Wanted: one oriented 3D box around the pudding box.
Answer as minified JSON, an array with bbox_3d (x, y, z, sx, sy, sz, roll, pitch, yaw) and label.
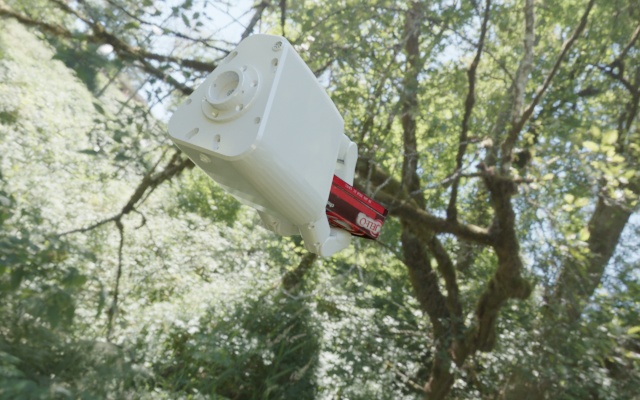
[{"bbox_3d":[0.000,0.001,0.486,0.090,0.039,0.113,33,-12,-28],"label":"pudding box"}]
